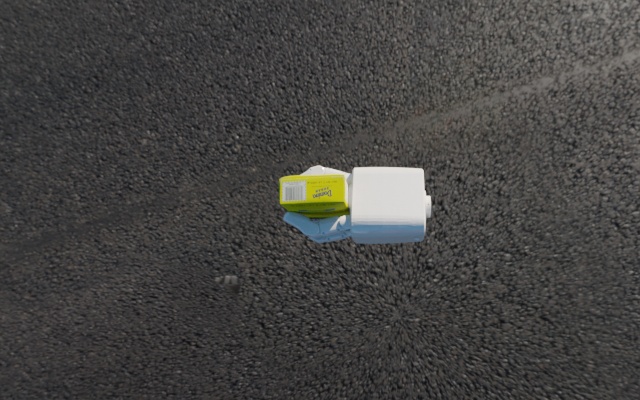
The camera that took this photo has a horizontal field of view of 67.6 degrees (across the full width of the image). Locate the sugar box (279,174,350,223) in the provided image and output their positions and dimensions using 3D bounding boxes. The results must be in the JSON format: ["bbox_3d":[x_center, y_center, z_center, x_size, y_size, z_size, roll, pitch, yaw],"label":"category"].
[{"bbox_3d":[0.000,0.003,0.735,0.093,0.048,0.176,-2,-14,9],"label":"sugar box"}]
